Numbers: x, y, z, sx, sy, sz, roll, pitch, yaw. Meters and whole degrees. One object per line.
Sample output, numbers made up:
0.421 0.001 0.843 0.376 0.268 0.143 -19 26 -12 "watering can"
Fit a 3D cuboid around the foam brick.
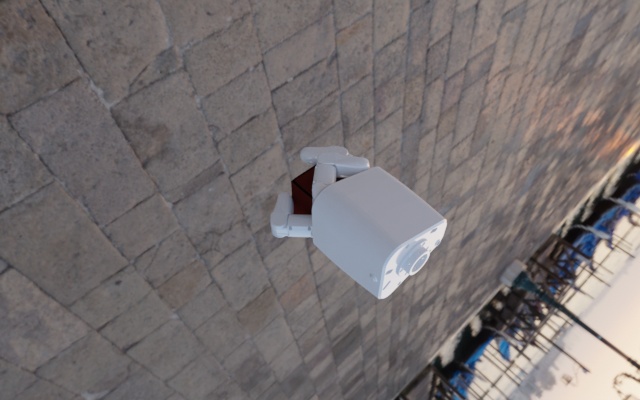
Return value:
0.000 0.002 0.595 0.053 0.078 0.051 -35 58 -25 "foam brick"
